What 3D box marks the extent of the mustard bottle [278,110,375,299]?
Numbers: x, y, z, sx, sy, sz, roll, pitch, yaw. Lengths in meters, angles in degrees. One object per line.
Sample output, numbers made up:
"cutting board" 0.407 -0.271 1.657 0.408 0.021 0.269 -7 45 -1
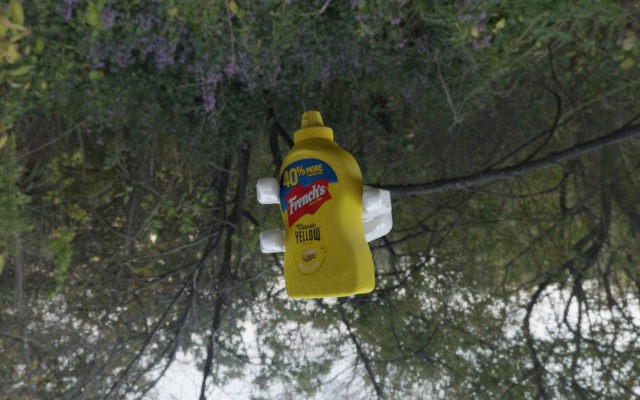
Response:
"mustard bottle" 0.000 0.002 0.491 0.096 0.191 0.058 -13 -11 40
